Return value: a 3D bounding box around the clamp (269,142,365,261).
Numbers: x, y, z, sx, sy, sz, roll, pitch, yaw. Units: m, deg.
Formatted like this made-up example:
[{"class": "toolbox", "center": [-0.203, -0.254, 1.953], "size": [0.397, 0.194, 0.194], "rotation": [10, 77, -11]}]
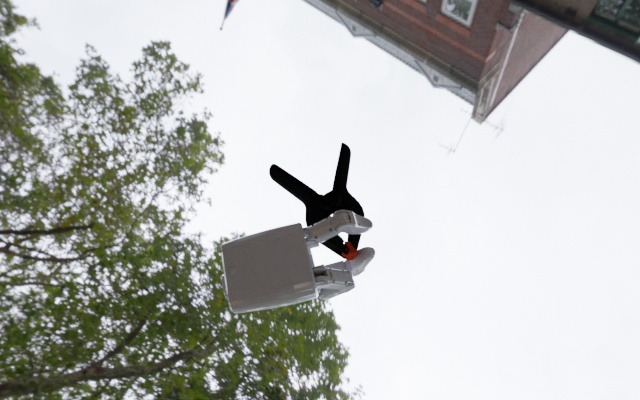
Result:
[{"class": "clamp", "center": [0.000, 0.003, 0.646], "size": [0.120, 0.171, 0.039], "rotation": [-13, -28, -2]}]
